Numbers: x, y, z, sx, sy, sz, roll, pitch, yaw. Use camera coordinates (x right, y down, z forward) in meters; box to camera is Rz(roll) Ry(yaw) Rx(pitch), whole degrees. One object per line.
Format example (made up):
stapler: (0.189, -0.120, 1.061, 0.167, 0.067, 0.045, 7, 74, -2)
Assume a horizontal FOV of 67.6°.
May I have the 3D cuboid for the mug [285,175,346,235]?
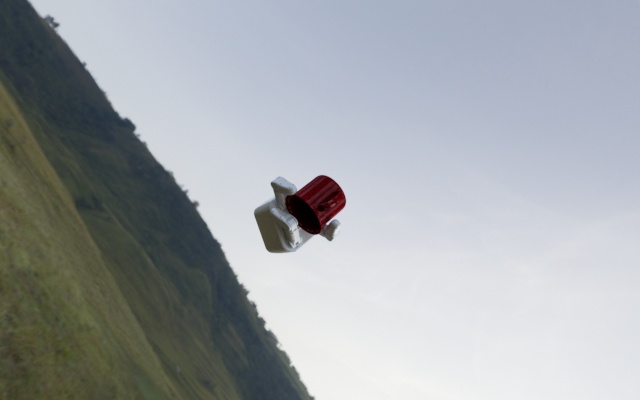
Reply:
mug: (0.001, 0.003, 0.892, 0.081, 0.093, 0.117, -39, 12, -28)
